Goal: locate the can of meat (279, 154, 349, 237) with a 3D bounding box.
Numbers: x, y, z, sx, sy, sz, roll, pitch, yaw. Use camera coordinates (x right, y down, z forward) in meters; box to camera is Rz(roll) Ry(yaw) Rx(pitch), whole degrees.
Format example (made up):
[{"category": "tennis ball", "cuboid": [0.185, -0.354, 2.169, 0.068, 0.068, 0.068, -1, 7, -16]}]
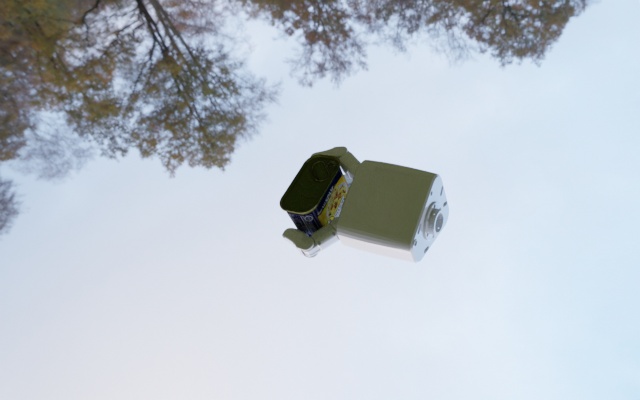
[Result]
[{"category": "can of meat", "cuboid": [0.000, 0.002, 0.659, 0.057, 0.102, 0.084, 10, -35, 33]}]
